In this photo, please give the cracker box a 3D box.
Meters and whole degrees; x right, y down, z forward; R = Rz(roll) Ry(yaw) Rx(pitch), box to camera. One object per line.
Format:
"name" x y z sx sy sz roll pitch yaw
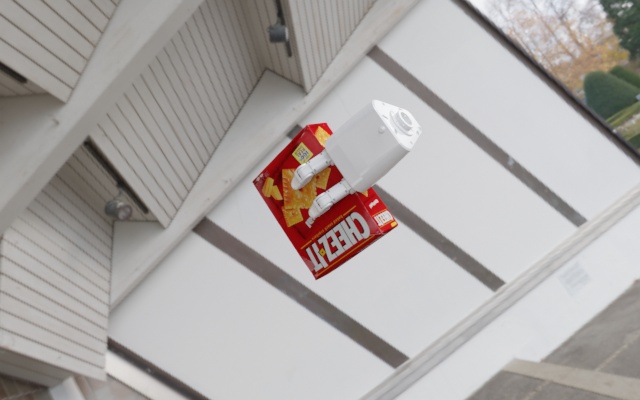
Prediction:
"cracker box" 0.000 0.002 0.808 0.164 0.213 0.072 -40 -12 33
